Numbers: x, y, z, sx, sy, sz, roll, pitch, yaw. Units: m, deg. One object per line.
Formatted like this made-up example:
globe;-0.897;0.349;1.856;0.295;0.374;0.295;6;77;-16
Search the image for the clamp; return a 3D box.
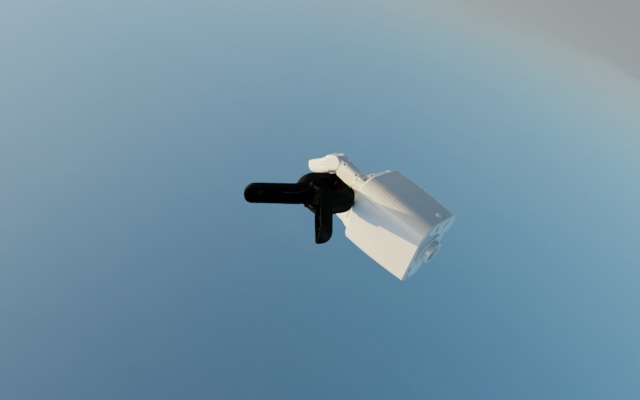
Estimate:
clamp;0.000;0.002;0.605;0.120;0.039;0.171;40;34;24
